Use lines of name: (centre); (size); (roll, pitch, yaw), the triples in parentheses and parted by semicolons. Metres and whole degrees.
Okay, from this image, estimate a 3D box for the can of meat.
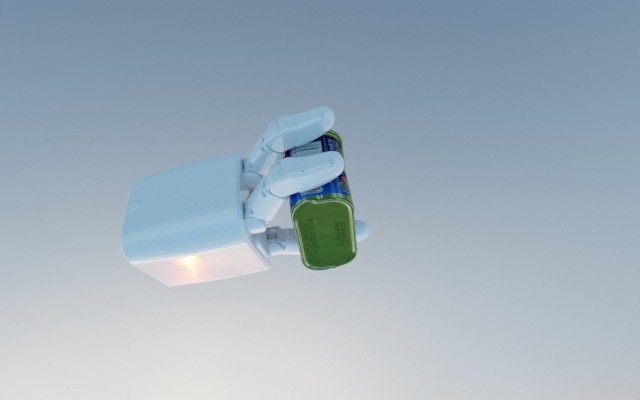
can of meat: (0.000, 0.002, 0.432); (0.057, 0.083, 0.102); (-9, -42, 1)
